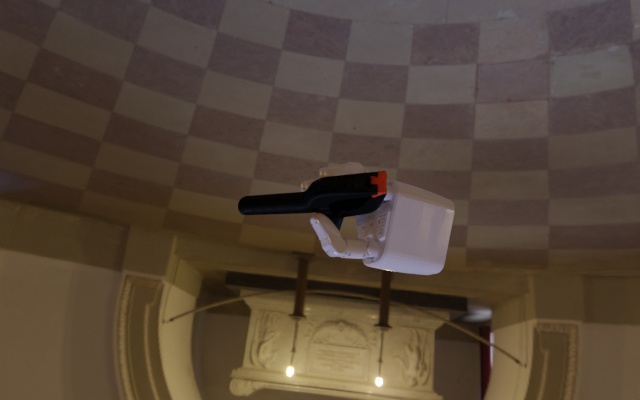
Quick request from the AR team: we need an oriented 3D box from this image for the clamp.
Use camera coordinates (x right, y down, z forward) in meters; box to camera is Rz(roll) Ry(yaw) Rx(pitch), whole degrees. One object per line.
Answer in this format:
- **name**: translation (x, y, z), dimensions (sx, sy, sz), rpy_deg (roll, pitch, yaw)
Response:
- **clamp**: translation (0.001, 0.003, 0.606), dimensions (0.164, 0.036, 0.210), rpy_deg (12, -20, -27)
